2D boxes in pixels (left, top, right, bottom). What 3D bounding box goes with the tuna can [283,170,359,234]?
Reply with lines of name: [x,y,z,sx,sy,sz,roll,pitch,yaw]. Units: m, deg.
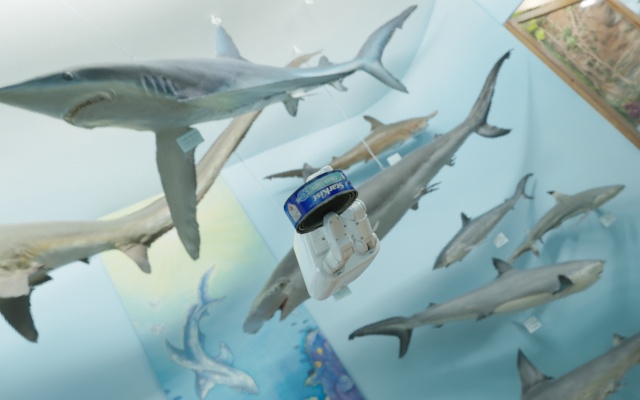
tuna can: [0.000,0.001,0.562,0.086,0.033,0.086,-30,-17,-10]
